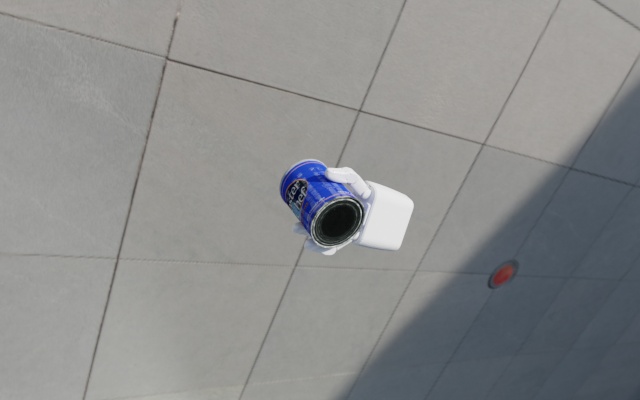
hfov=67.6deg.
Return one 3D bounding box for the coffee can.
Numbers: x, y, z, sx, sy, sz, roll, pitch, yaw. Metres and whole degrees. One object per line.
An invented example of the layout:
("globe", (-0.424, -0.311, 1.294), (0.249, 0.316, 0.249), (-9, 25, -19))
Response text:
("coffee can", (0.000, 0.003, 0.842), (0.103, 0.103, 0.140), (0, 30, -30))
